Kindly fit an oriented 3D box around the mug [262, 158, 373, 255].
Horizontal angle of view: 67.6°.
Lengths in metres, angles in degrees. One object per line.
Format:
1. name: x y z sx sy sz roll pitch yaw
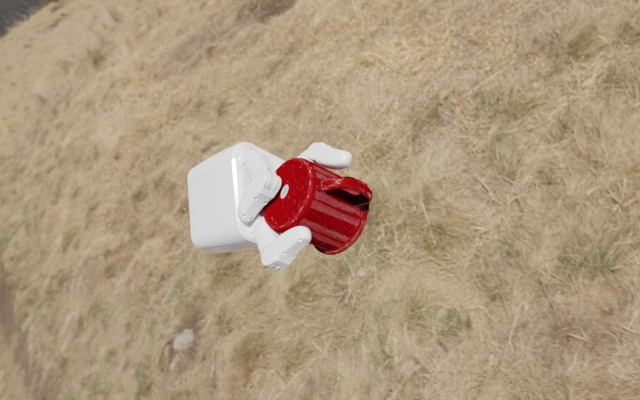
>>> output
1. mug: 0.001 0.001 0.506 0.117 0.093 0.081 -17 -30 42
